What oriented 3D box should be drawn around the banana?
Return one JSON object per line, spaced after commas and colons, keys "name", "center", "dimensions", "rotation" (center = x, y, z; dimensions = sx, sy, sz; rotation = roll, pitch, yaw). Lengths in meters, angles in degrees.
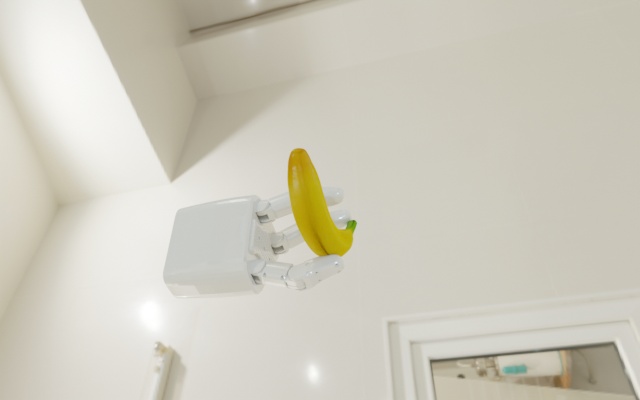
{"name": "banana", "center": [0.001, 0.020, 0.507], "dimensions": [0.037, 0.069, 0.198], "rotation": [-5, -25, 16]}
